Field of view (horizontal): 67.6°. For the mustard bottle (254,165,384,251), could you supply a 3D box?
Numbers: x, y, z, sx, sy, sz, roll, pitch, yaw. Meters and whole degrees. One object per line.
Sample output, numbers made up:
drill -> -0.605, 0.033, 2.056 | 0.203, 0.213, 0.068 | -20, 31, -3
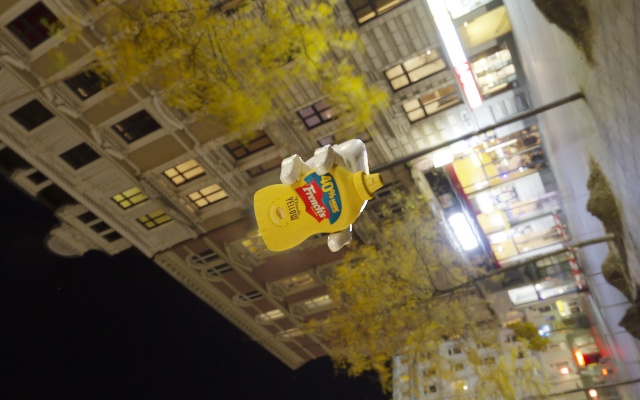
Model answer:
mustard bottle -> 0.000, 0.002, 0.686 | 0.191, 0.096, 0.058 | -20, -13, 22
